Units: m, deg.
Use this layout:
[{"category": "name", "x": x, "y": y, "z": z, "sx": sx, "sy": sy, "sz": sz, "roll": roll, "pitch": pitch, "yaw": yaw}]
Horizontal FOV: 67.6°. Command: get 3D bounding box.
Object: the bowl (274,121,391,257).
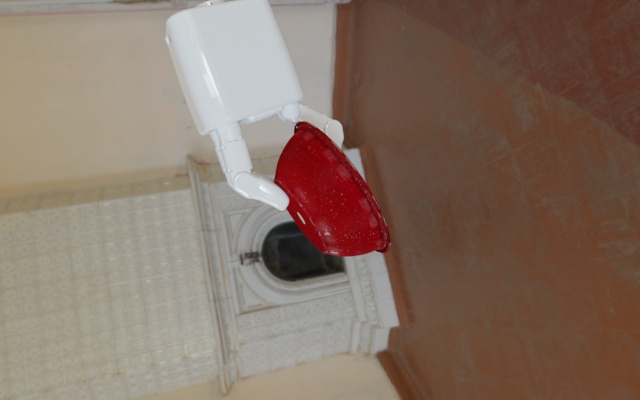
[{"category": "bowl", "x": 0.000, "y": 0.003, "z": 0.489, "sx": 0.055, "sy": 0.162, "sz": 0.162, "roll": -35, "pitch": 8, "yaw": -12}]
